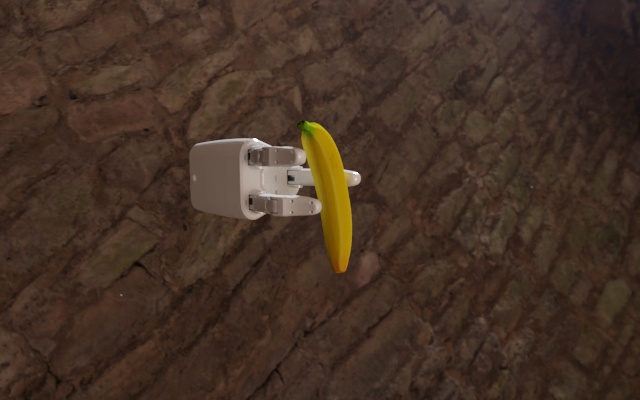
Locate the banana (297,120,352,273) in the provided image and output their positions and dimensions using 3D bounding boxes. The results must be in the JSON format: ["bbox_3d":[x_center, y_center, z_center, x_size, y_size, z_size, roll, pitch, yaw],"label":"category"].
[{"bbox_3d":[0.007,-0.010,0.563,0.037,0.198,0.069,0,30,29],"label":"banana"}]
